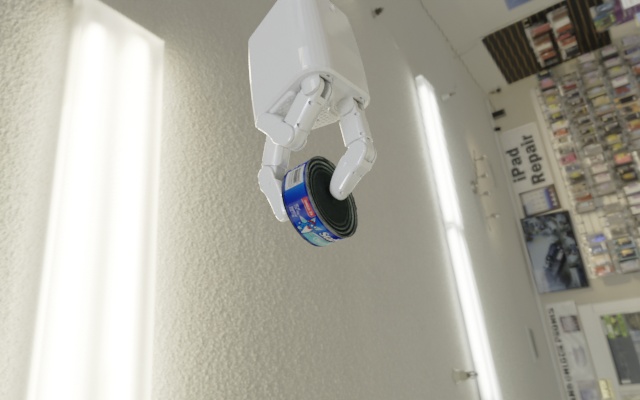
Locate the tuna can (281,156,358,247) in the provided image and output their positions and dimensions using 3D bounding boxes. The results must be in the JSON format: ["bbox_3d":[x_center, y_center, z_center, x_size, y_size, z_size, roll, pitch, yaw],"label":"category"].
[{"bbox_3d":[0.000,0.002,0.472,0.034,0.086,0.086,-25,-12,28],"label":"tuna can"}]
